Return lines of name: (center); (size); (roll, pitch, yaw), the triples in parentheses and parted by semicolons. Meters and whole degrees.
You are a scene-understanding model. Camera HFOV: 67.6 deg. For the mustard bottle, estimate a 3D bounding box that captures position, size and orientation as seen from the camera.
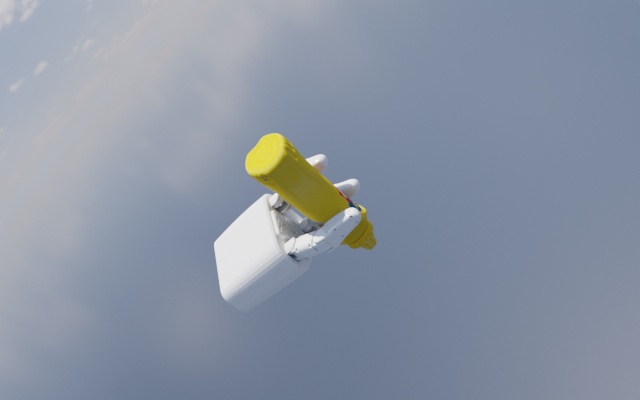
mustard bottle: (0.000, 0.001, 0.573); (0.192, 0.058, 0.096); (41, -2, -26)
